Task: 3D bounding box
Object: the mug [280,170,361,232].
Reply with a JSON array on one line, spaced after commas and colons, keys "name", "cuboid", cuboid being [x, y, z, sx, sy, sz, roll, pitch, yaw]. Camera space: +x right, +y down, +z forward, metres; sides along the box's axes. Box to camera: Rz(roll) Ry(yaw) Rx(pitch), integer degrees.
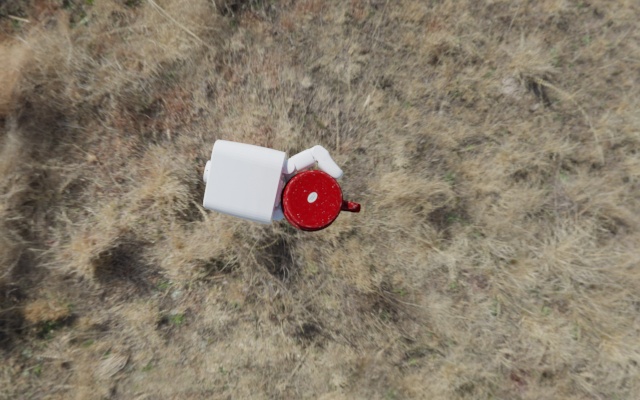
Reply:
[{"name": "mug", "cuboid": [0.002, 0.003, 0.682, 0.117, 0.093, 0.081, 13, -2, -3]}]
